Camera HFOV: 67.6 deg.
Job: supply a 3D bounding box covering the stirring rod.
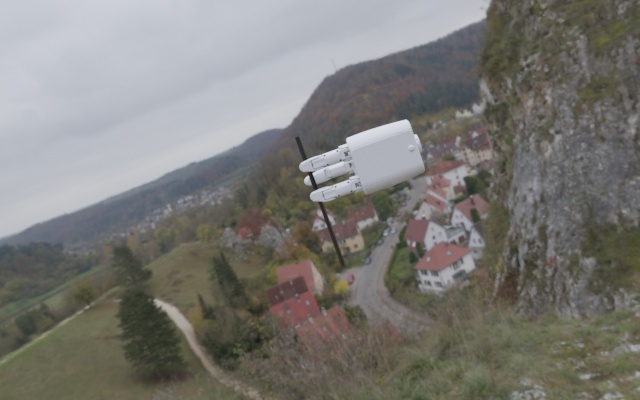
[{"bbox_3d":[0.000,0.003,0.838,0.011,0.239,0.011,-20,7,3],"label":"stirring rod"}]
